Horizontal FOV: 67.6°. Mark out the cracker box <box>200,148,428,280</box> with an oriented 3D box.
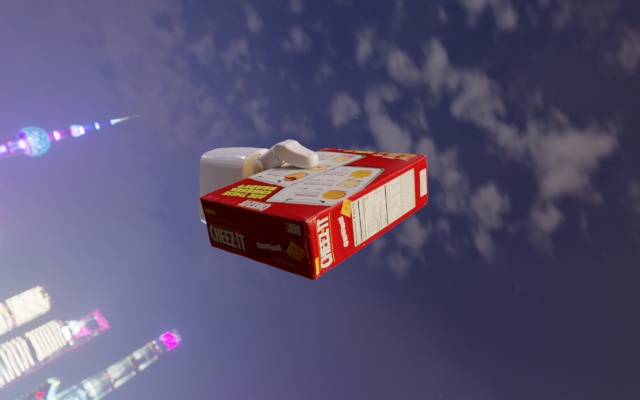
[{"bbox_3d":[0.000,0.002,0.552,0.164,0.072,0.213,10,27,41],"label":"cracker box"}]
